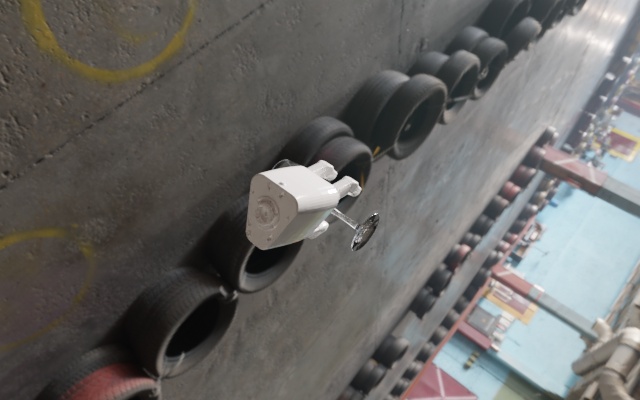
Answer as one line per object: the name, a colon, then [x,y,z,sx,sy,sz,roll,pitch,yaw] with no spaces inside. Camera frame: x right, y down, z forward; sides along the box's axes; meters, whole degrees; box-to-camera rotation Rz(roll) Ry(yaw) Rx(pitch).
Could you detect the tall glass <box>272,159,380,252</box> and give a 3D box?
tall glass: [0.001,0.003,0.828,0.201,0.079,0.079,34,16,24]
